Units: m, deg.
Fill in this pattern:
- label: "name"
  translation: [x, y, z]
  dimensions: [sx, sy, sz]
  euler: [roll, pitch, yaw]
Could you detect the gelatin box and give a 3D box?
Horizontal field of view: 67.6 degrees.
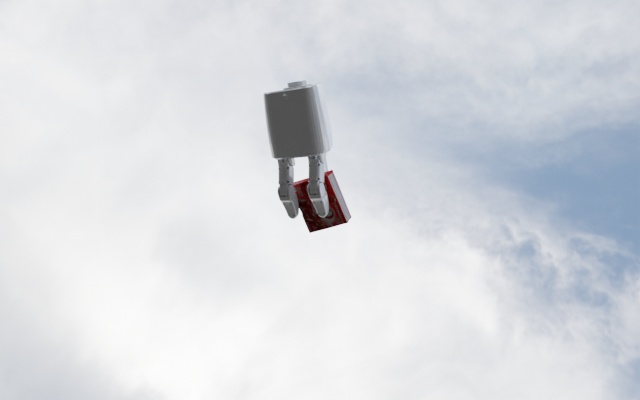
- label: "gelatin box"
  translation: [0.000, 0.003, 0.785]
  dimensions: [0.073, 0.089, 0.030]
  euler: [-17, 14, 27]
